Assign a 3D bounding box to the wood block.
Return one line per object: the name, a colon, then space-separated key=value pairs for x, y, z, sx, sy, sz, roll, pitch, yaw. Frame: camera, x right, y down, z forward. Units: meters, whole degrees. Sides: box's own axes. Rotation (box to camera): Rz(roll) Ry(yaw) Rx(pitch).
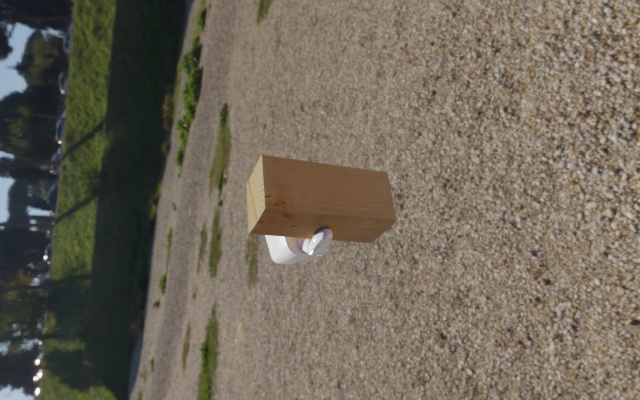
wood block: x=0.000 y=0.003 z=0.729 sx=0.206 sy=0.090 sz=0.090 roll=6 pitch=-30 yaw=-22
